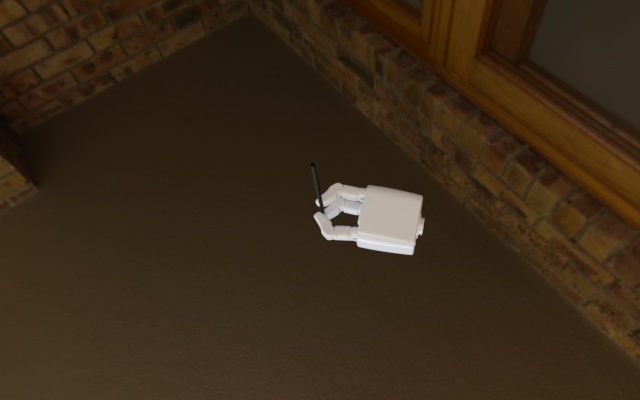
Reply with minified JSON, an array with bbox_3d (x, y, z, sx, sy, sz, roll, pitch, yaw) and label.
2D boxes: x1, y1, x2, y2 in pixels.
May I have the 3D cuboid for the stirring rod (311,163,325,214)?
[{"bbox_3d":[0.000,0.003,0.889,0.011,0.011,0.240,0,-31,7],"label":"stirring rod"}]
